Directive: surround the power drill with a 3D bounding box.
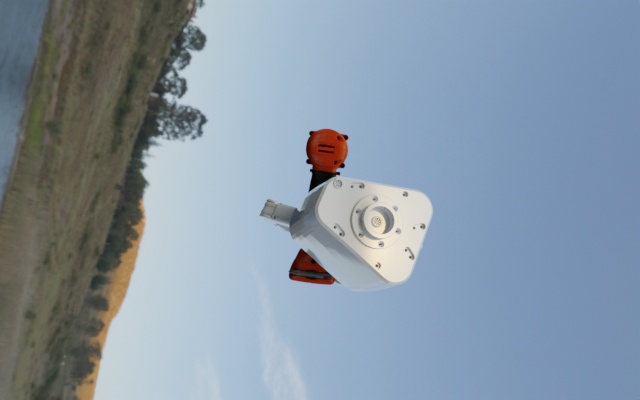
[{"bbox_3d":[0.000,0.002,0.611,0.057,0.187,0.184,6,5,3],"label":"power drill"}]
